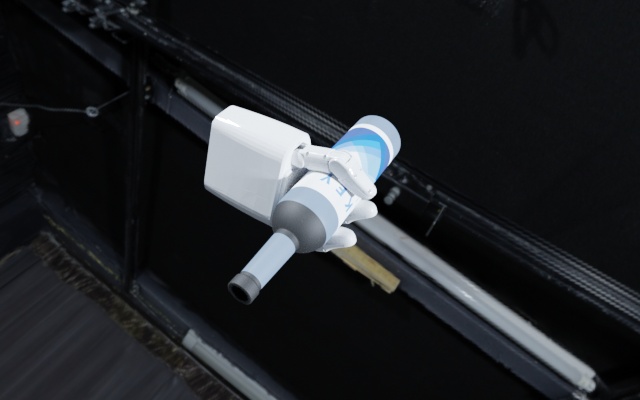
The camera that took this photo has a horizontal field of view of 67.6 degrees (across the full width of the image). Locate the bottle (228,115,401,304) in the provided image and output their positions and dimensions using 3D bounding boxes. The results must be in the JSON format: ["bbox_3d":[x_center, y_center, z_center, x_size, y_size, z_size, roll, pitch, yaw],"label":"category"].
[{"bbox_3d":[0.000,0.002,0.531,0.069,0.069,0.295,0,35,38],"label":"bottle"}]
